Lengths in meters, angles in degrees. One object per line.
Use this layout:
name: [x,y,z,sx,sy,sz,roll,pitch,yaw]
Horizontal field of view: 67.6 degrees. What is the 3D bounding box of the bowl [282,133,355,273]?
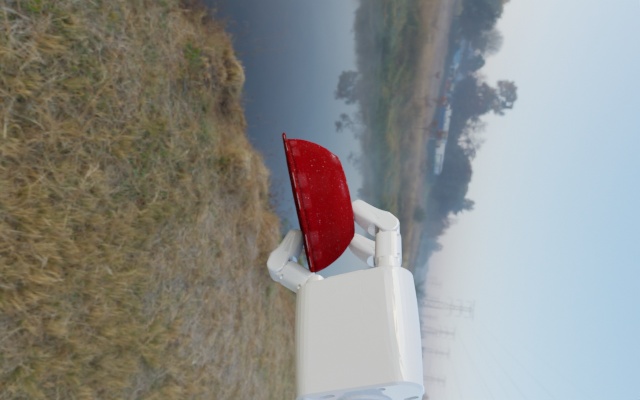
bowl: [0.000,0.000,0.519,0.055,0.162,0.162,-12,1,-4]
